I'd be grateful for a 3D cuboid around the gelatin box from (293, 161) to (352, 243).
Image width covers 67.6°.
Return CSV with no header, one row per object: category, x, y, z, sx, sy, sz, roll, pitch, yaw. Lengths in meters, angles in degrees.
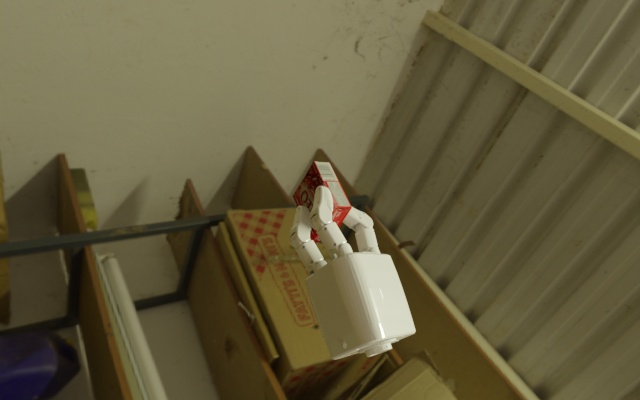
gelatin box,0.000,0.002,0.658,0.030,0.089,0.073,3,-43,-33
